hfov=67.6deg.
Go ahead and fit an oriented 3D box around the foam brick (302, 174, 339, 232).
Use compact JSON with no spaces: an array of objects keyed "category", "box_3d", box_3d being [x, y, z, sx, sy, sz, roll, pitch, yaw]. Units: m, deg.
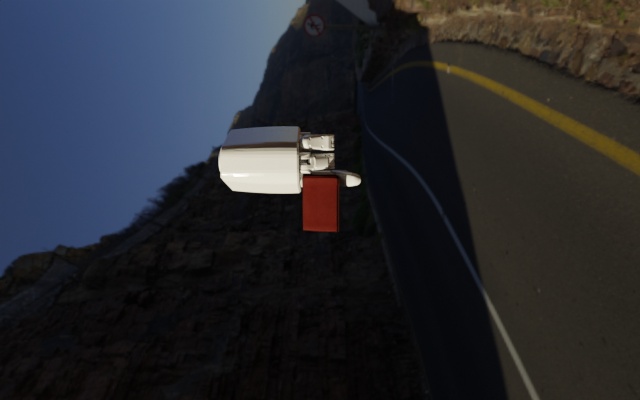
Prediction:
[{"category":"foam brick","box_3d":[0.000,0.003,0.689,0.051,0.078,0.053,-1,8,-1]}]
